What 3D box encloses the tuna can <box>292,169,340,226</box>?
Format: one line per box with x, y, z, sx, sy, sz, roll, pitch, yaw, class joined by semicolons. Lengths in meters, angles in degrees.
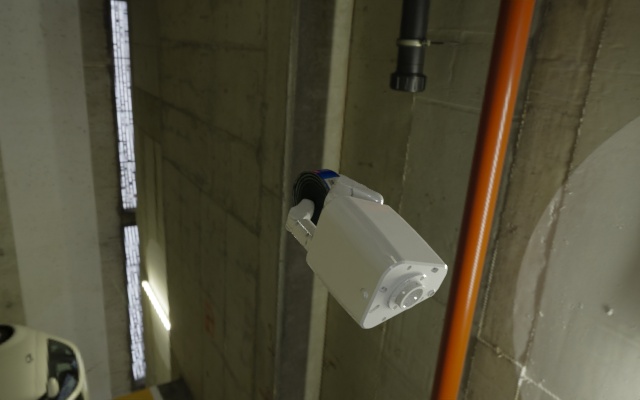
0.001;0.002;0.625;0.034;0.086;0.086;-12;7;-35;tuna can
